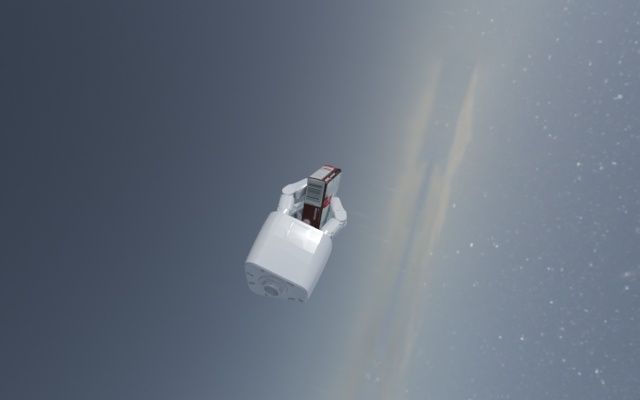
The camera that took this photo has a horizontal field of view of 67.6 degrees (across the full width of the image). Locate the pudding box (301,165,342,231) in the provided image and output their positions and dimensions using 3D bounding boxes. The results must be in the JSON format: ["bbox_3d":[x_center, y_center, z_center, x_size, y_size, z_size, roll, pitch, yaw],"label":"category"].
[{"bbox_3d":[0.000,0.003,0.849,0.039,0.113,0.090,17,23,13],"label":"pudding box"}]
